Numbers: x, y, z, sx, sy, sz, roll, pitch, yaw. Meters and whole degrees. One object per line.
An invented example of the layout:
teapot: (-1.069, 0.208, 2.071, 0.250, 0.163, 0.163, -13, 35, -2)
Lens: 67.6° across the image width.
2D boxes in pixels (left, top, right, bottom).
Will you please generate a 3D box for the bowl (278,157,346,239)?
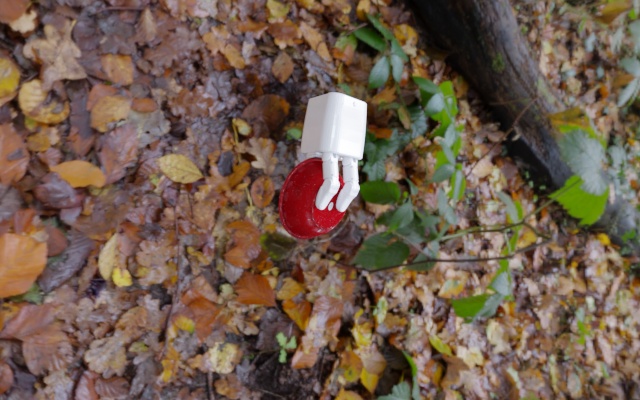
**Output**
bowl: (0.000, 0.004, 0.897, 0.162, 0.162, 0.055, 0, 14, -45)
